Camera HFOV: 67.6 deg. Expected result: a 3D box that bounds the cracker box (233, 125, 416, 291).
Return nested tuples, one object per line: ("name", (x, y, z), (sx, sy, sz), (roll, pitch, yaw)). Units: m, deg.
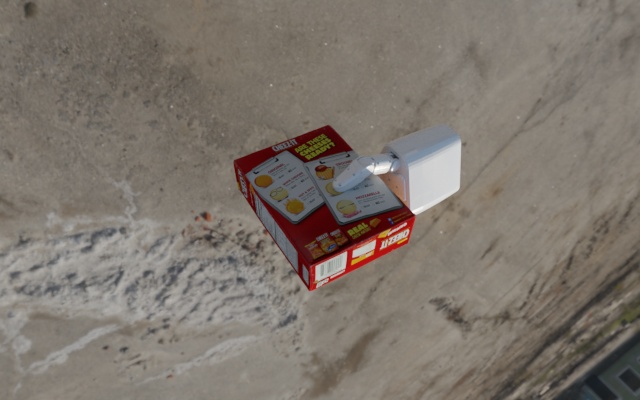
("cracker box", (0.000, 0.002, 0.668), (0.164, 0.072, 0.213), (-24, 53, -22))
